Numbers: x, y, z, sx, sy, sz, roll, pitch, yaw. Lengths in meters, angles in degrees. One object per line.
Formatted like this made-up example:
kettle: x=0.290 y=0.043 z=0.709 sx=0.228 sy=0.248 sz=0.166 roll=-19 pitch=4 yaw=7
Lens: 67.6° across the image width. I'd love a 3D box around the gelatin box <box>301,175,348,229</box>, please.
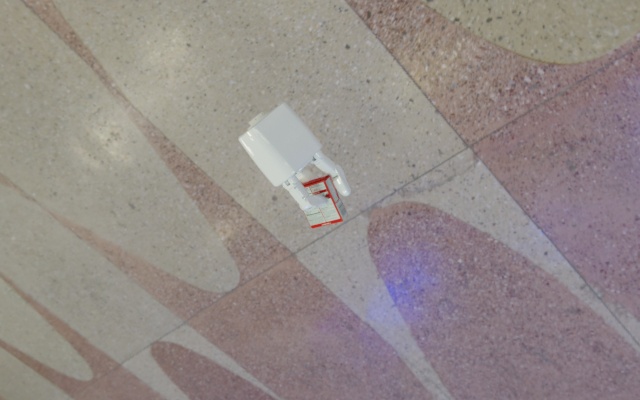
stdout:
gelatin box: x=0.000 y=0.003 z=0.891 sx=0.073 sy=0.089 sz=0.030 roll=-16 pitch=18 yaw=32
